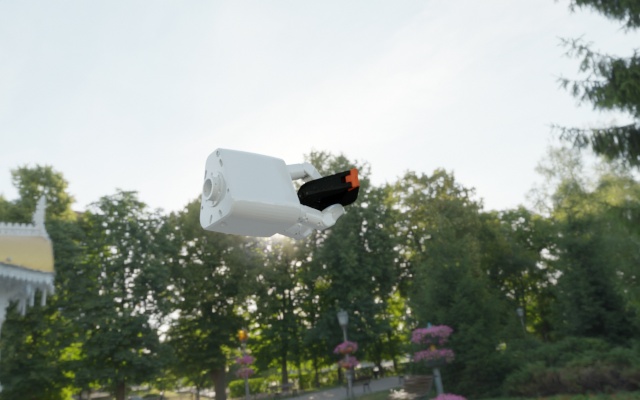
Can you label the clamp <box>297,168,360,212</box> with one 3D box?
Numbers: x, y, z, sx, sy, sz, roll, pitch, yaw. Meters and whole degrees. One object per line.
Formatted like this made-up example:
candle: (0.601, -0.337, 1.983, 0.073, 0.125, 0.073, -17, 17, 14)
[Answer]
clamp: (0.000, 0.001, 0.755, 0.164, 0.036, 0.210, 9, -24, -39)
